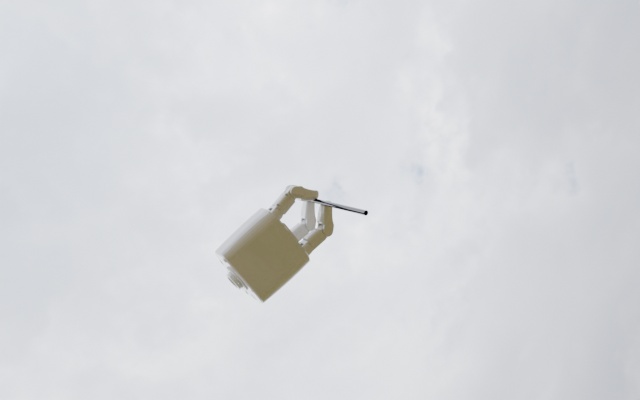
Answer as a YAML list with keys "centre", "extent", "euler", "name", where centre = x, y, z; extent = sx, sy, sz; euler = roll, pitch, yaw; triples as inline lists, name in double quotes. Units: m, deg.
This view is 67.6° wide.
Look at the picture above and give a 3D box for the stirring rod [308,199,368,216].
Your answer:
- centre: [0.000, 0.003, 0.796]
  extent: [0.011, 0.011, 0.239]
  euler: [0, 7, -34]
  name: "stirring rod"
